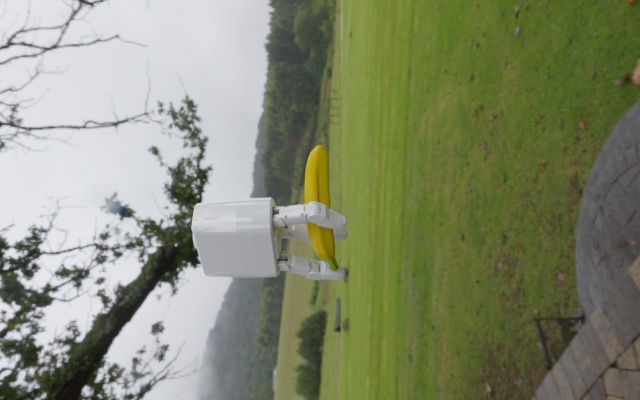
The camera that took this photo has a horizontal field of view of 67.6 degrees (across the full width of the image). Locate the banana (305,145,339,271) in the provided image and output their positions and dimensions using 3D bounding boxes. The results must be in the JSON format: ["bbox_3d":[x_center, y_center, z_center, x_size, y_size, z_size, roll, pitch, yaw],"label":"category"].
[{"bbox_3d":[-0.002,0.000,0.692,0.037,0.197,0.070,-6,-19,6],"label":"banana"}]
